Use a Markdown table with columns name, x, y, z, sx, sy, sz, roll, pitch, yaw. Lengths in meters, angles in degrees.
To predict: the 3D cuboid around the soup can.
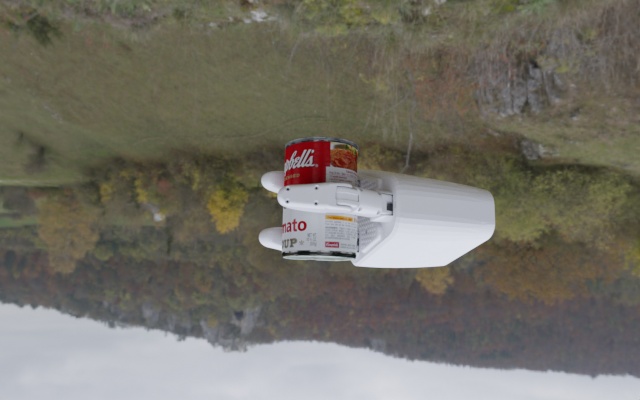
| name | x | y | z | sx | sy | sz | roll | pitch | yaw |
| --- | --- | --- | --- | --- | --- | --- | --- | --- | --- |
| soup can | 0.000 | 0.002 | 0.430 | 0.068 | 0.102 | 0.068 | 1 | -10 | 0 |
